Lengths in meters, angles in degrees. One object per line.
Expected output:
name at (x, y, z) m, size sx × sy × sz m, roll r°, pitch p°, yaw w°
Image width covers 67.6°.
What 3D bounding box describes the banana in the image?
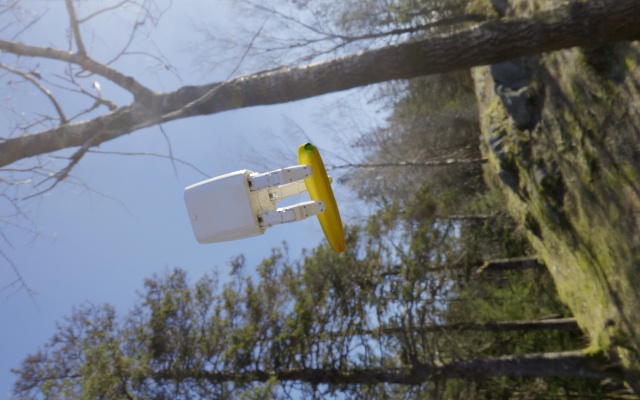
banana at (-0.001, -0.011, 0.723) m, size 0.037 × 0.198 × 0.069 m, roll -14°, pitch 32°, yaw 9°
